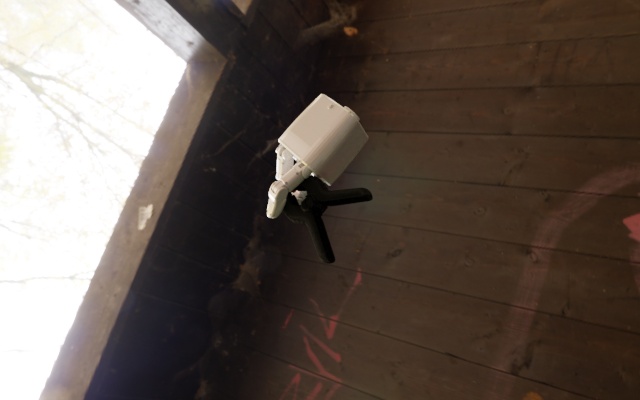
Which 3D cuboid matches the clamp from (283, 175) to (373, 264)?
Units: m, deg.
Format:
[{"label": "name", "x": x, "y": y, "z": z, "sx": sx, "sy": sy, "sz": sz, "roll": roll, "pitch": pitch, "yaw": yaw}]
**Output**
[{"label": "clamp", "x": 0.000, "y": 0.003, "z": 0.724, "sx": 0.171, "sy": 0.120, "sz": 0.039, "roll": 43, "pitch": 3, "yaw": 38}]
